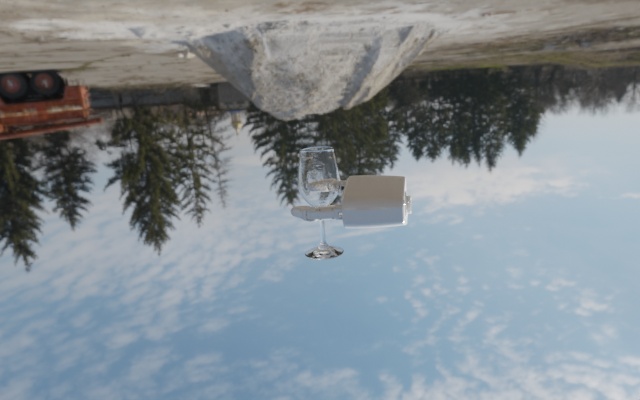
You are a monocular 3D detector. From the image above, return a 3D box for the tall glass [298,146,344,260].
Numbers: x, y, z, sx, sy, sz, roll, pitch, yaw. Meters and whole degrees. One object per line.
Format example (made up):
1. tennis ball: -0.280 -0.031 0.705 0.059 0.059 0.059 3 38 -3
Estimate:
1. tall glass: 0.000 0.004 0.884 0.079 0.201 0.079 -4 13 1
